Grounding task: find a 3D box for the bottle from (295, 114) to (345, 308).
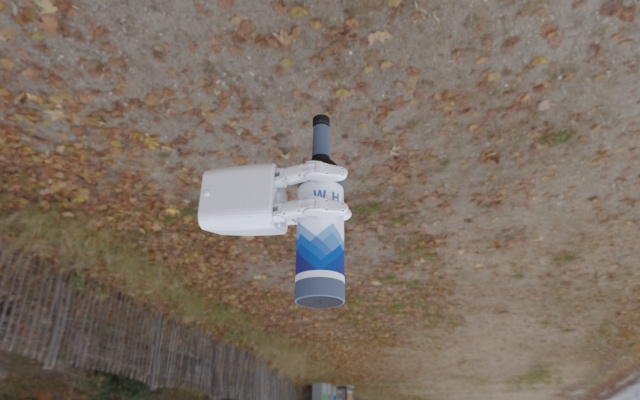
[{"bbox_3d":[0.000,0.003,0.693,0.069,0.295,0.069,0,-27,0],"label":"bottle"}]
